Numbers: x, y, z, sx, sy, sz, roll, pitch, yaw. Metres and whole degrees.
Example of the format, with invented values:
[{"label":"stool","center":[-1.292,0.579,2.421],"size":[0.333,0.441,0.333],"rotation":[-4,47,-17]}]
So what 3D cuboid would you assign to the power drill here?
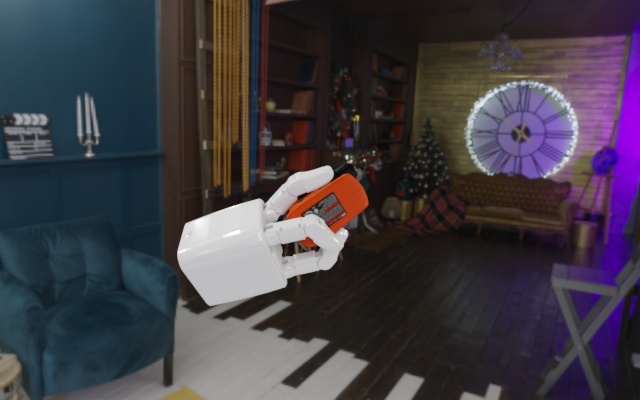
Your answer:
[{"label":"power drill","center":[0.000,0.002,0.682],"size":[0.184,0.057,0.187],"rotation":[-37,9,-11]}]
